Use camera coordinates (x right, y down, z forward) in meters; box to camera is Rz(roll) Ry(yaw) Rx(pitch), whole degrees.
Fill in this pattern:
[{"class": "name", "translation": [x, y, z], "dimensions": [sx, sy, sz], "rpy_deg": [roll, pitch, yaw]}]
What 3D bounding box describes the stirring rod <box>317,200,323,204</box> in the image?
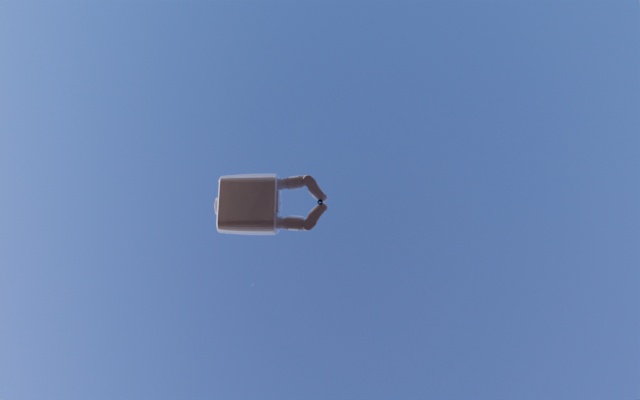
[{"class": "stirring rod", "translation": [0.000, 0.003, 0.896], "dimensions": [0.011, 0.011, 0.239], "rpy_deg": [0, 0, 1]}]
